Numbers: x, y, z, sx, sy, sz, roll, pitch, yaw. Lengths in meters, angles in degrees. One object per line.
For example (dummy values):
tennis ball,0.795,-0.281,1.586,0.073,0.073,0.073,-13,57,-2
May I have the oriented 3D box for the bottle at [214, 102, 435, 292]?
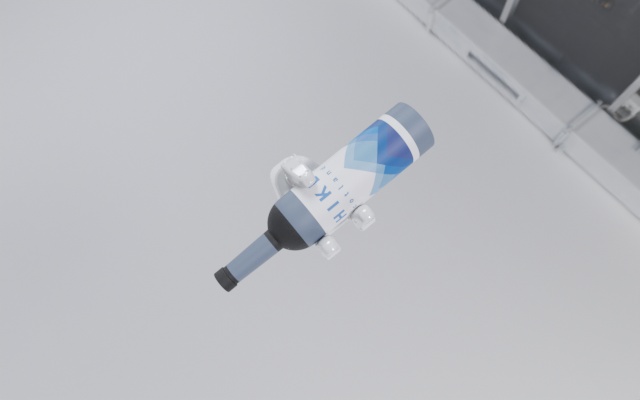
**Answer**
bottle,0.000,0.002,0.558,0.295,0.069,0.069,-39,4,-5
